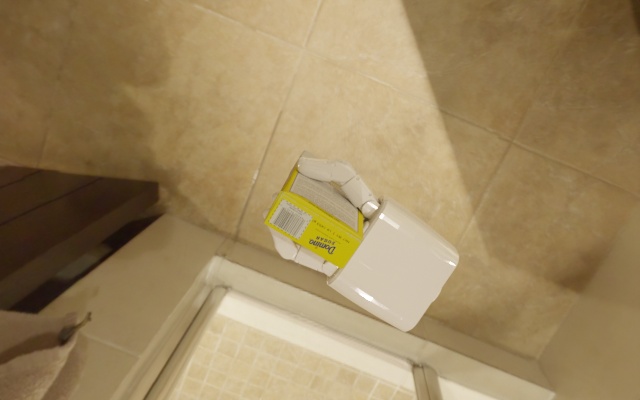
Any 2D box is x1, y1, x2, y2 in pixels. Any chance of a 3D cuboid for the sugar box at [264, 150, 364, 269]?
[{"bbox_3d":[0.000,0.002,0.537,0.093,0.048,0.176,32,16,-5],"label":"sugar box"}]
